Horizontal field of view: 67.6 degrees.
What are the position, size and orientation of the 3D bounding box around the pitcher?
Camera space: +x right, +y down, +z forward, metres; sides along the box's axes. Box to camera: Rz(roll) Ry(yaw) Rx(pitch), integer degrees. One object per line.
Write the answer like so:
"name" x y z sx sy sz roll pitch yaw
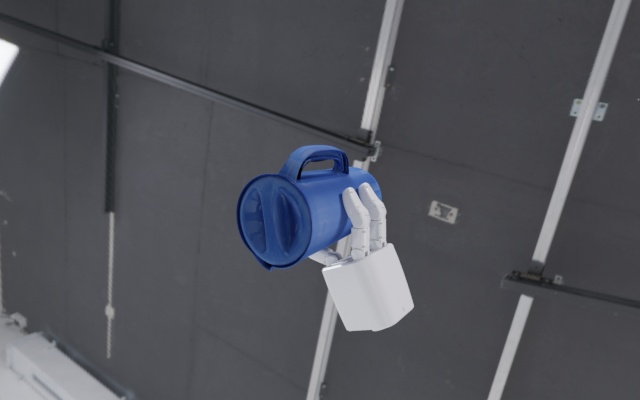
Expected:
"pitcher" 0.000 0.003 0.741 0.149 0.145 0.243 -25 -5 35
